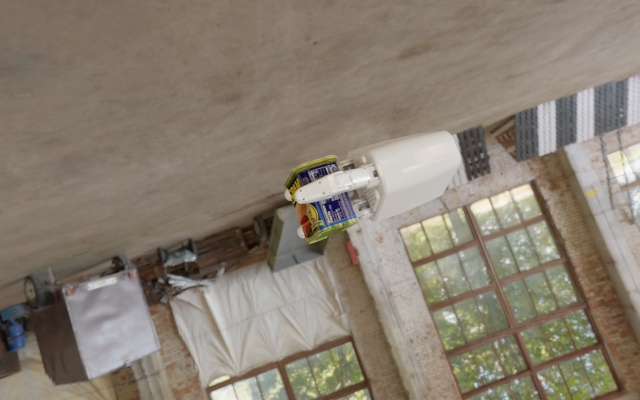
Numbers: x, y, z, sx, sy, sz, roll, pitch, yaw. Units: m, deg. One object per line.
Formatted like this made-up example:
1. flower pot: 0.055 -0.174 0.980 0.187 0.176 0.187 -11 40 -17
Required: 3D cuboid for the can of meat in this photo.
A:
1. can of meat: 0.000 0.002 0.590 0.057 0.084 0.102 -18 -8 -16
